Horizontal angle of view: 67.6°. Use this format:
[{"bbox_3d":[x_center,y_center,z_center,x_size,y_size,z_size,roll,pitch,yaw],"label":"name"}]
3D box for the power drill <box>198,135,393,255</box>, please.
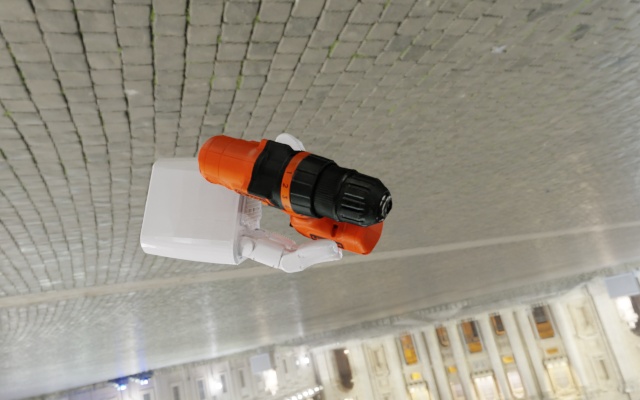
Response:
[{"bbox_3d":[0.000,0.002,0.460,0.184,0.057,0.188,19,-11,28],"label":"power drill"}]
